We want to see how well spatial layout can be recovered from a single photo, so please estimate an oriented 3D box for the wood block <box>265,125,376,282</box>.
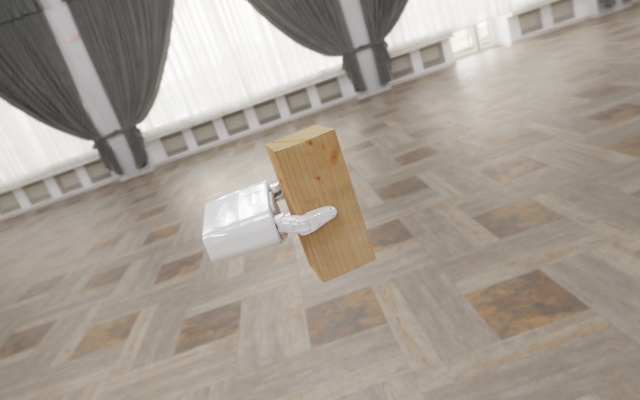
[{"bbox_3d":[0.000,0.002,0.712,0.090,0.206,0.090,-23,18,-10],"label":"wood block"}]
